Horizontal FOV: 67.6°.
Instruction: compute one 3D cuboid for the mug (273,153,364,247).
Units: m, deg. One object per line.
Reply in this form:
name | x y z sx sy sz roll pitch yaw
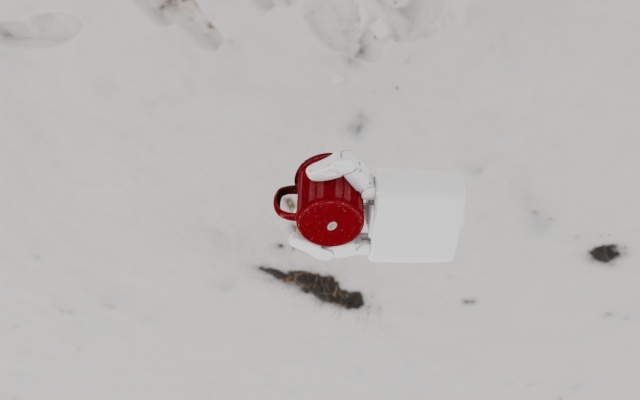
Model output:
mug | -0.001 0.002 0.589 0.117 0.093 0.081 1 43 0
